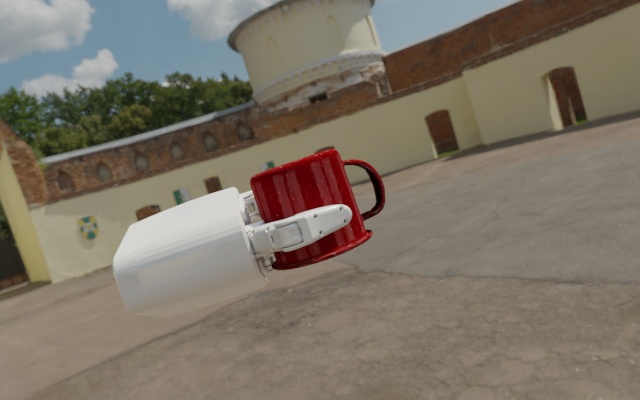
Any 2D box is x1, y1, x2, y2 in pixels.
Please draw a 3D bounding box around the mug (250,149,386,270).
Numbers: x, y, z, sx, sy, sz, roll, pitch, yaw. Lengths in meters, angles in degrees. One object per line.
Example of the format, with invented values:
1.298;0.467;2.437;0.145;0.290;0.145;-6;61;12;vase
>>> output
0.001;0.001;0.415;0.117;0.081;0.093;-19;5;-8;mug
